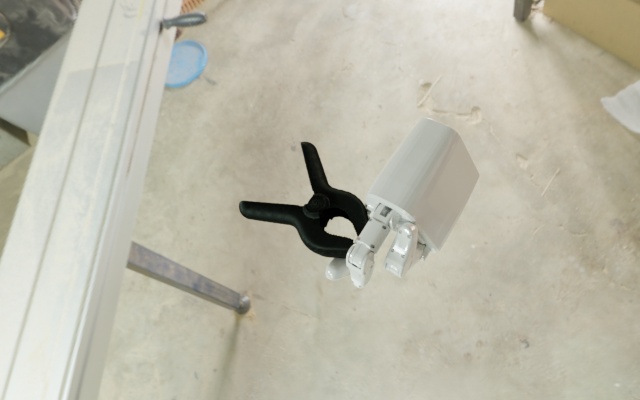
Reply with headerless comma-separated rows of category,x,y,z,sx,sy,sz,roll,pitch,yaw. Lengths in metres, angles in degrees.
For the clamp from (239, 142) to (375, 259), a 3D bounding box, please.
clamp,0.000,0.002,0.543,0.171,0.120,0.039,29,-11,26
